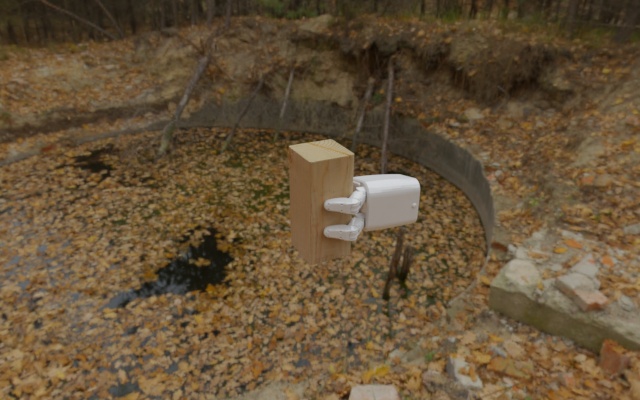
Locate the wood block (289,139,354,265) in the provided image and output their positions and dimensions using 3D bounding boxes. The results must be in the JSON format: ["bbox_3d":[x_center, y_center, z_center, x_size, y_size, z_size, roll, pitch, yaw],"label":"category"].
[{"bbox_3d":[0.000,0.003,0.886,0.090,0.206,0.090,-12,30,-24],"label":"wood block"}]
